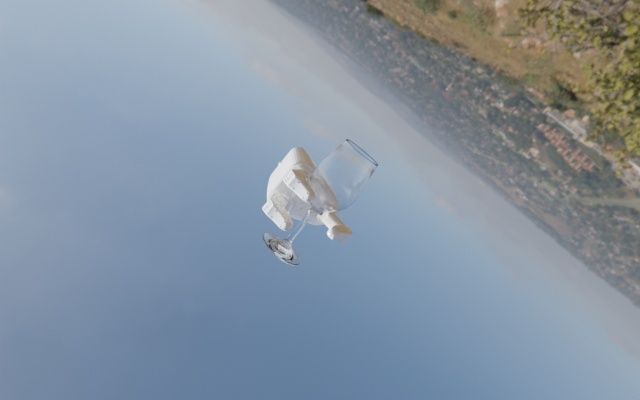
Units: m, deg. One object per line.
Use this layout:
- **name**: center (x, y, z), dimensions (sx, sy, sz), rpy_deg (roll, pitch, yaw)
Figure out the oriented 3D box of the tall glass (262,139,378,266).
- **tall glass**: center (0.000, 0.003, 0.731), dimensions (0.079, 0.201, 0.079), rpy_deg (37, 14, -11)
